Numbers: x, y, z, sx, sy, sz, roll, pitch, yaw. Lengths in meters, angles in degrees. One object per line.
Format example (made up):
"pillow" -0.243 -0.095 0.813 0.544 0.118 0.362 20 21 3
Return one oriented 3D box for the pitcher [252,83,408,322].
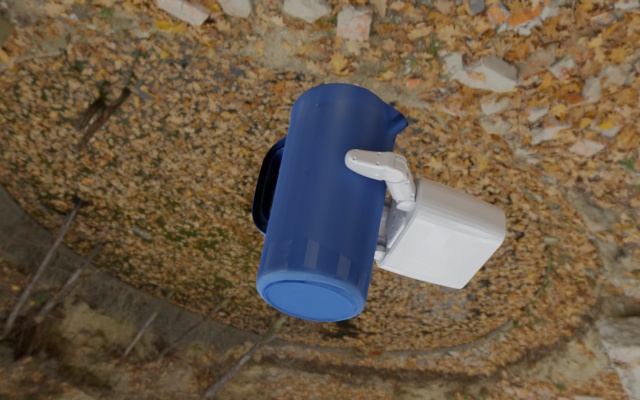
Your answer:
"pitcher" 0.000 0.002 0.527 0.145 0.242 0.149 18 -35 -9
